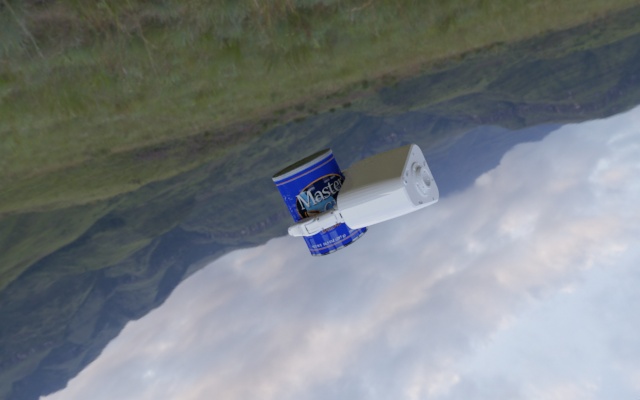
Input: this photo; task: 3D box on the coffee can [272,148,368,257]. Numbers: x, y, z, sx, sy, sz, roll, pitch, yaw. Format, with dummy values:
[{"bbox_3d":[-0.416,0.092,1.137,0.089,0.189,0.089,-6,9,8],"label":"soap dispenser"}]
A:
[{"bbox_3d":[0.000,0.002,0.756,0.103,0.140,0.103,-26,10,5],"label":"coffee can"}]
